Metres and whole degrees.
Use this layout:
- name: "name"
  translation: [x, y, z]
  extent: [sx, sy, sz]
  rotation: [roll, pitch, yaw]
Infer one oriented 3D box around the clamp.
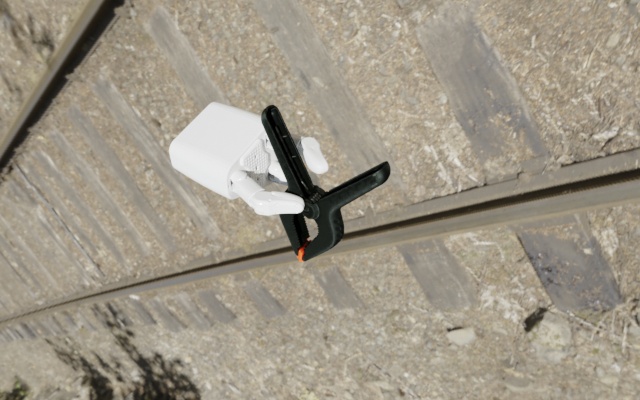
- name: "clamp"
  translation: [-0.001, 0.003, 0.576]
  extent: [0.164, 0.210, 0.036]
  rotation: [25, 44, 25]
